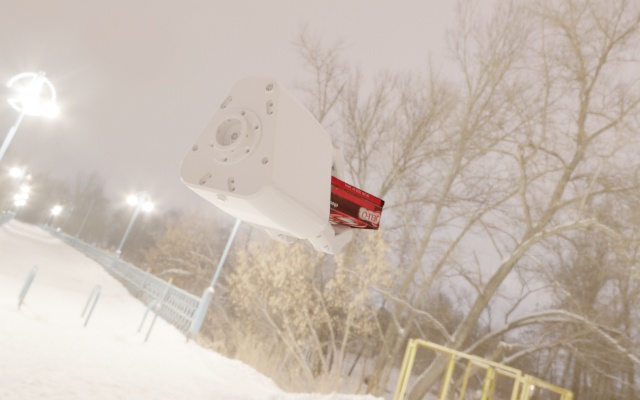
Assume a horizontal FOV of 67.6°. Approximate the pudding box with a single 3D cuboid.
[{"bbox_3d":[0.000,0.002,0.525,0.090,0.039,0.113,25,-13,-33],"label":"pudding box"}]
